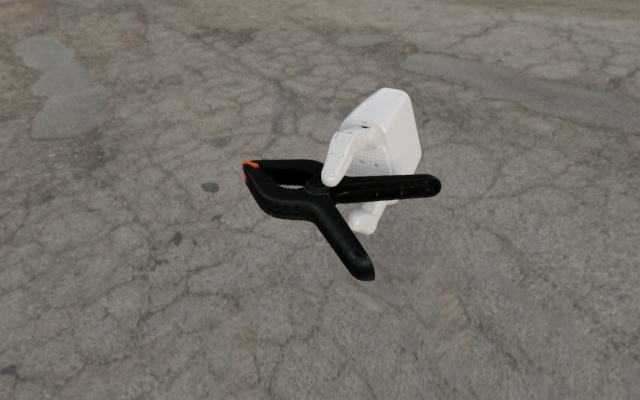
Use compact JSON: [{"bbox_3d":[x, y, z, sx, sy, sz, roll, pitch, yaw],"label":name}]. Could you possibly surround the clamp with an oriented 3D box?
[{"bbox_3d":[0.000,0.001,0.485,0.210,0.036,0.164,14,37,22],"label":"clamp"}]
